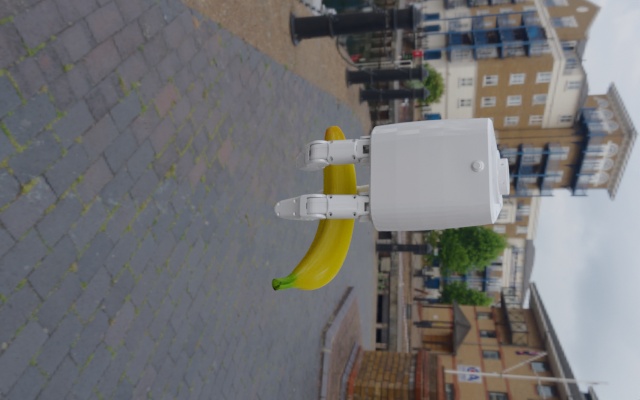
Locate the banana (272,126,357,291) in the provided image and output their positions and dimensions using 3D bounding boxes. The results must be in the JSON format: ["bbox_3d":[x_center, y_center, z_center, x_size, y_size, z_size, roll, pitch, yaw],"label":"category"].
[{"bbox_3d":[0.009,0.014,0.504,0.037,0.197,0.070,-6,-35,36],"label":"banana"}]
